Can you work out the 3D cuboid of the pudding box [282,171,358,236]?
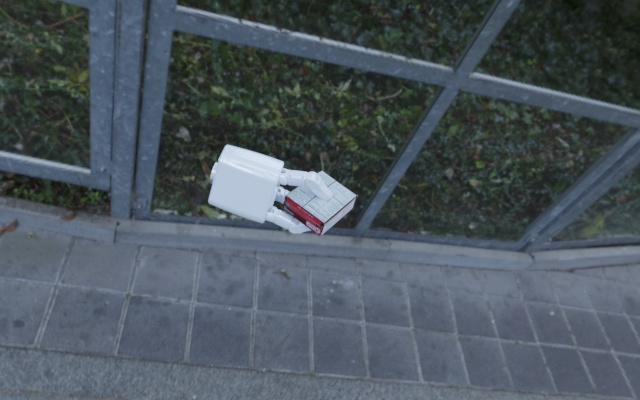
[{"bbox_3d":[0.000,0.003,0.859,0.090,0.039,0.113,37,47,16],"label":"pudding box"}]
